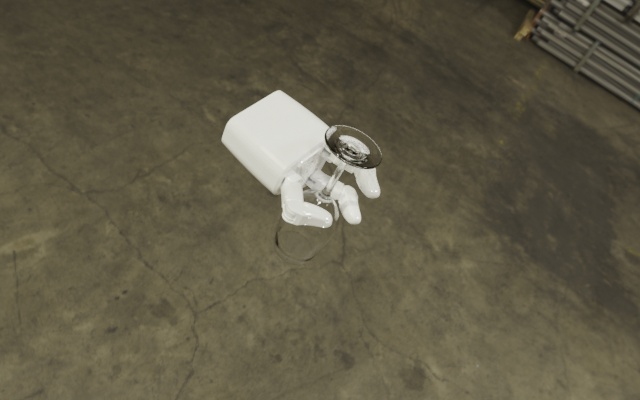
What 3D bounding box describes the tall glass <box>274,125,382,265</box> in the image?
[{"bbox_3d":[0.000,0.002,0.621,0.079,0.079,0.201,0,-42,-31],"label":"tall glass"}]
